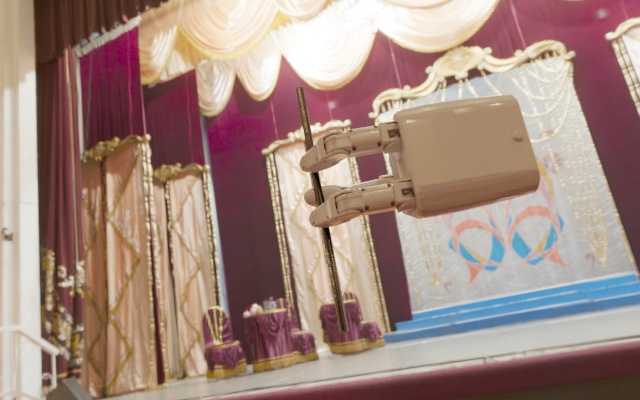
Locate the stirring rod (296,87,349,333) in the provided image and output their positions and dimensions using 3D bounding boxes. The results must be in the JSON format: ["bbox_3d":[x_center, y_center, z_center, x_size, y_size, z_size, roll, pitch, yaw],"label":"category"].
[{"bbox_3d":[0.000,0.002,0.451,0.011,0.239,0.011,-10,-15,-3],"label":"stirring rod"}]
